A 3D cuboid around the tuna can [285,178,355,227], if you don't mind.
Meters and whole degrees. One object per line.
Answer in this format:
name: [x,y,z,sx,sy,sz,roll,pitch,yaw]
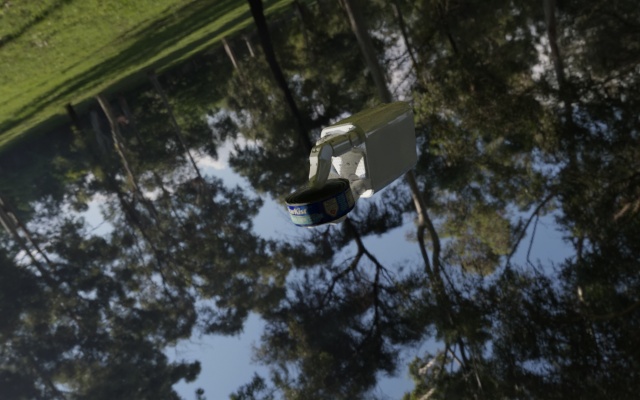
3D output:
tuna can: [0.000,0.003,0.611,0.086,0.034,0.086,-16,16,5]
